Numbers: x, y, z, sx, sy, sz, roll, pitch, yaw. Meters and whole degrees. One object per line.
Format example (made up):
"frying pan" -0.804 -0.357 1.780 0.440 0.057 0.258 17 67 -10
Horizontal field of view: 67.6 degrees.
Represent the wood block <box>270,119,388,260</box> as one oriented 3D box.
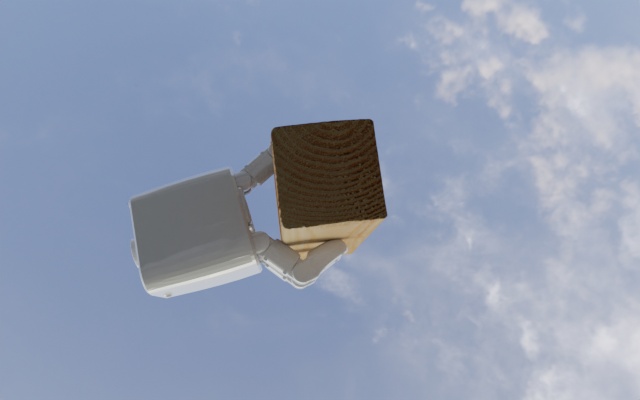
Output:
"wood block" 0.000 0.001 0.493 0.090 0.090 0.206 -6 -13 -6
